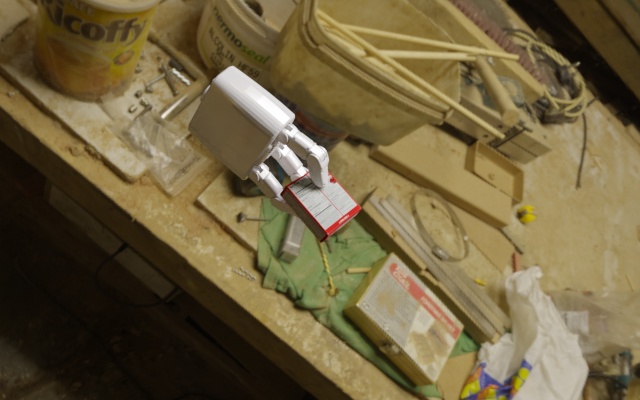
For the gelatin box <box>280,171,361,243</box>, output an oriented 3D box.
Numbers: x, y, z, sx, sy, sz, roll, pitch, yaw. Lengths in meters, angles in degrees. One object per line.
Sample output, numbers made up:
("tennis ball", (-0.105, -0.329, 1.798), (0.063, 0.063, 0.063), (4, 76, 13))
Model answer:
("gelatin box", (0.001, 0.002, 0.656), (0.073, 0.089, 0.030), (-36, -10, -36))
